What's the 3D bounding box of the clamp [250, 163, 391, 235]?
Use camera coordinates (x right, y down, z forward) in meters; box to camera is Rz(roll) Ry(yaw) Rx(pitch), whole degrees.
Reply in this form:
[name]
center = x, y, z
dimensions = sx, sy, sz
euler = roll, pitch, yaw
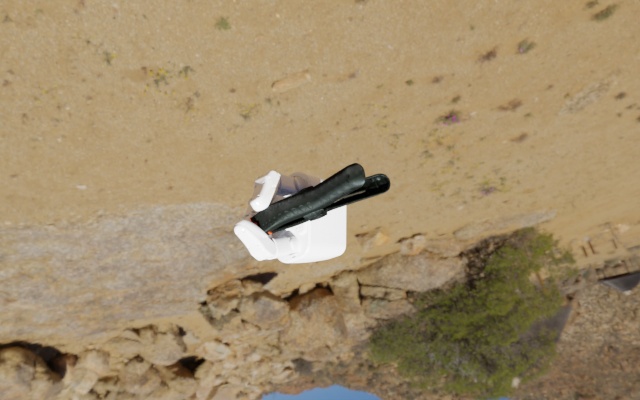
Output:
[clamp]
center = 0.000, 0.002, 0.558
dimensions = 0.171, 0.039, 0.120
euler = -22, -17, 28
